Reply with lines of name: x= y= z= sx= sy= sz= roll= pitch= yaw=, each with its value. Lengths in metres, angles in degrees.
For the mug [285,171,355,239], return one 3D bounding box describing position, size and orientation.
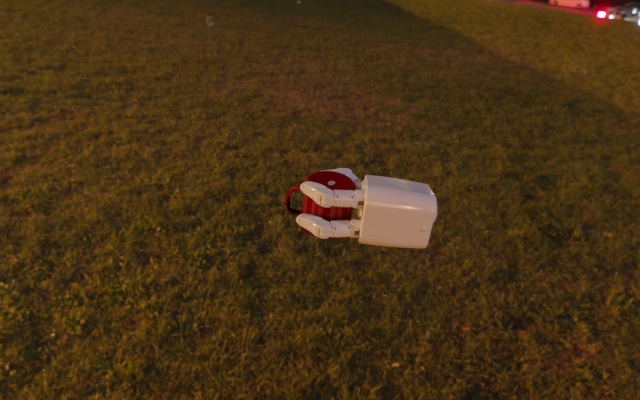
mug: x=-0.001 y=0.002 z=0.781 sx=0.117 sy=0.081 sz=0.093 roll=7 pitch=31 yaw=1
